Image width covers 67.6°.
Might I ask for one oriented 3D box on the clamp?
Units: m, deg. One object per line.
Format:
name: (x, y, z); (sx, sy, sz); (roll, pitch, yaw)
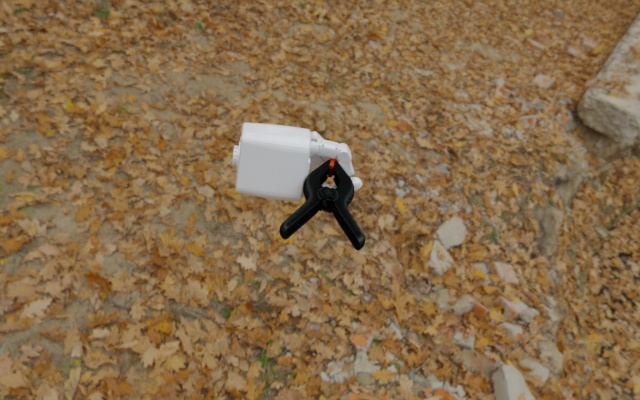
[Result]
clamp: (0.000, 0.002, 0.714); (0.120, 0.039, 0.171); (6, 44, -10)
